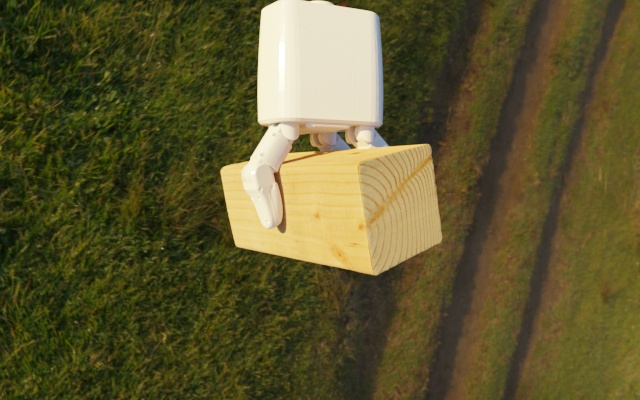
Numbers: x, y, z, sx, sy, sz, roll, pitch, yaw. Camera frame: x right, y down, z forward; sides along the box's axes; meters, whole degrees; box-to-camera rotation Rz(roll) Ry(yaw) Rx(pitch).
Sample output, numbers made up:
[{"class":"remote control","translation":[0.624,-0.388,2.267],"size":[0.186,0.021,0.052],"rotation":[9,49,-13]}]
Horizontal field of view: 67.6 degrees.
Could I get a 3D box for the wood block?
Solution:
[{"class":"wood block","translation":[0.000,0.001,0.459],"size":[0.091,0.090,0.206],"rotation":[-17,13,-38]}]
